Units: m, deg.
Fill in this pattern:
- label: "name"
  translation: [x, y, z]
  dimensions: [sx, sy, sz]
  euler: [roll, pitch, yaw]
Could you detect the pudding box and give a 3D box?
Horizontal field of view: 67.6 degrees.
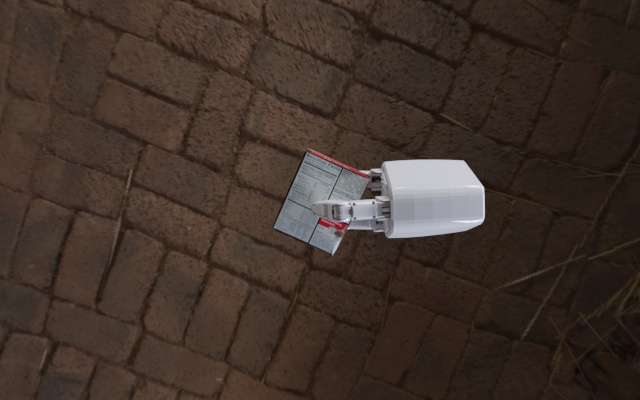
- label: "pudding box"
  translation: [0.000, 0.002, 0.606]
  dimensions: [0.090, 0.113, 0.039]
  euler: [25, 7, -1]
